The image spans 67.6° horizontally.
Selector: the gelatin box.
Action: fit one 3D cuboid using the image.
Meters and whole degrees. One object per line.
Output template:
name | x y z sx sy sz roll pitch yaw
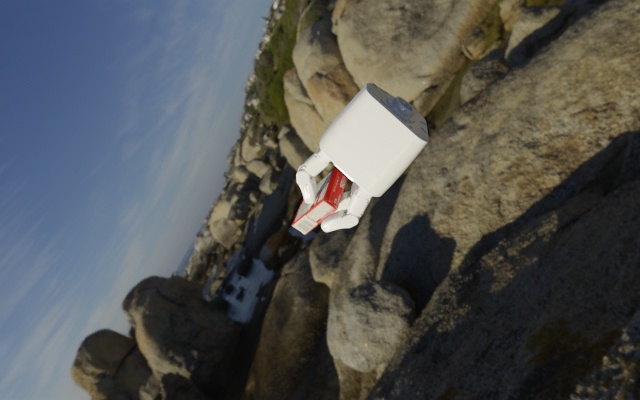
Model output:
gelatin box | 0.000 0.002 0.737 0.030 0.073 0.089 37 -47 -15
